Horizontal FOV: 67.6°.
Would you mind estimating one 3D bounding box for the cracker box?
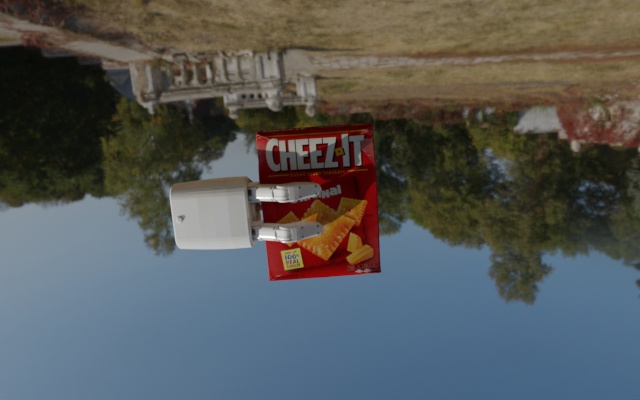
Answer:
[{"bbox_3d":[0.000,0.002,0.686,0.164,0.214,0.072,-4,11,2],"label":"cracker box"}]
